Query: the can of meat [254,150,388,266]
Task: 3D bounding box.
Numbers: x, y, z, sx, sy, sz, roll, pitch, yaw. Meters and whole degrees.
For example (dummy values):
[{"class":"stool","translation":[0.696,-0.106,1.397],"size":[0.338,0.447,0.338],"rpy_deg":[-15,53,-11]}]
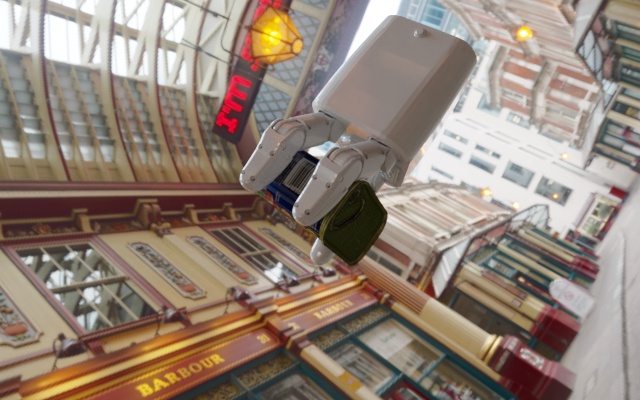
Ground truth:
[{"class":"can of meat","translation":[0.000,0.001,0.401],"size":[0.084,0.057,0.102],"rpy_deg":[33,-6,28]}]
